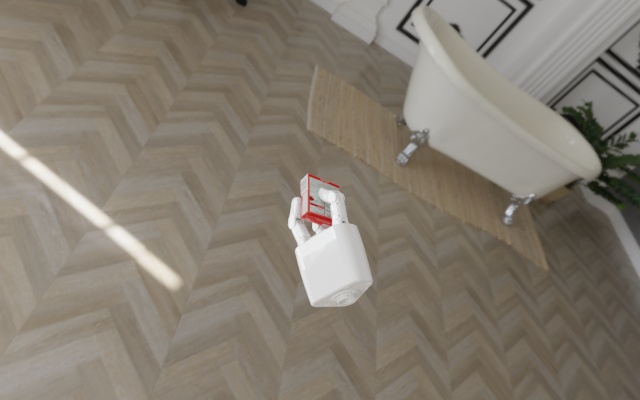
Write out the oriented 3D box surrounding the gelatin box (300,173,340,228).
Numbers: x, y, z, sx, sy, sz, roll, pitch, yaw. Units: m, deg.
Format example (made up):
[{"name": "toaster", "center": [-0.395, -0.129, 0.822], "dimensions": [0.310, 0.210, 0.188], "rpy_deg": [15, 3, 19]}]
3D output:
[{"name": "gelatin box", "center": [0.000, 0.002, 0.877], "dimensions": [0.073, 0.089, 0.030], "rpy_deg": [20, -40, -28]}]
